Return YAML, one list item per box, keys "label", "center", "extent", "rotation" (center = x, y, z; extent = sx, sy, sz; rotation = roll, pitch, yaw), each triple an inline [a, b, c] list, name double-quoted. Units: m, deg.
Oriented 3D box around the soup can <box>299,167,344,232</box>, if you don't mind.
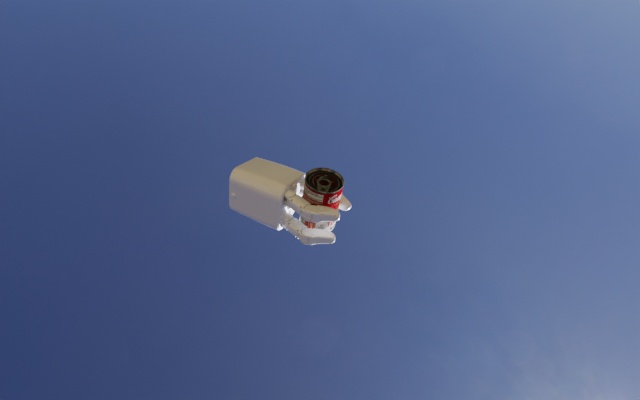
- label: "soup can"
  center: [0.001, 0.003, 0.839]
  extent: [0.068, 0.102, 0.068]
  rotation: [6, 40, -5]
